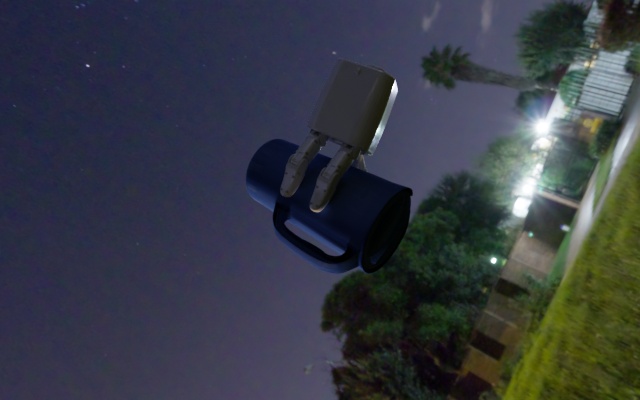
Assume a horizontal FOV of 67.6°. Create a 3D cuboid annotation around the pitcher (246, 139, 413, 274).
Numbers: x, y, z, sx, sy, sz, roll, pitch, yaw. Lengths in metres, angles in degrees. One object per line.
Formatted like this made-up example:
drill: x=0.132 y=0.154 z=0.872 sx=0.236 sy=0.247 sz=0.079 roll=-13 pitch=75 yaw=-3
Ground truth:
pitcher: x=0.000 y=0.002 z=0.708 sx=0.242 sy=0.145 sz=0.149 roll=27 pitch=7 yaw=28
